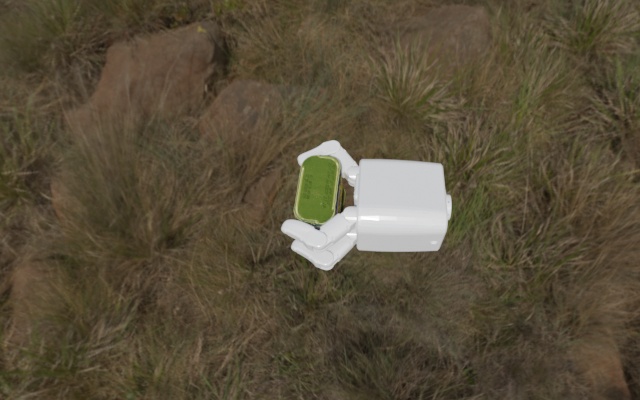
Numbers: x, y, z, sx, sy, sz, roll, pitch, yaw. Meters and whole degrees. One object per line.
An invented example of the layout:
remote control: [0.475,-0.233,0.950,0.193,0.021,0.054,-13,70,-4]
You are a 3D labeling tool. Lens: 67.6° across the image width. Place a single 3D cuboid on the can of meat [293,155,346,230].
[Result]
can of meat: [0.000,0.002,0.627,0.057,0.102,0.084,4,-25,7]
